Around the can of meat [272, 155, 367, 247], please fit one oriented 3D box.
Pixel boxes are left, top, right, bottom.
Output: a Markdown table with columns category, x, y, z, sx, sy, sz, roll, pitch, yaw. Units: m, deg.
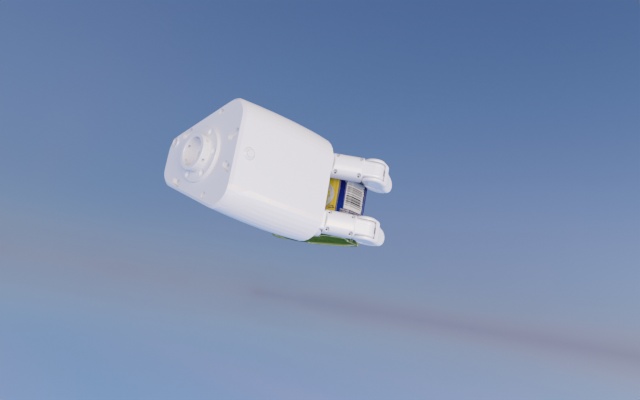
| category | x | y | z | sx | sy | sz | roll | pitch | yaw |
| --- | --- | --- | --- | --- | --- | --- | --- | --- | --- |
| can of meat | 0.000 | 0.002 | 0.506 | 0.102 | 0.084 | 0.057 | -1 | -16 | 40 |
